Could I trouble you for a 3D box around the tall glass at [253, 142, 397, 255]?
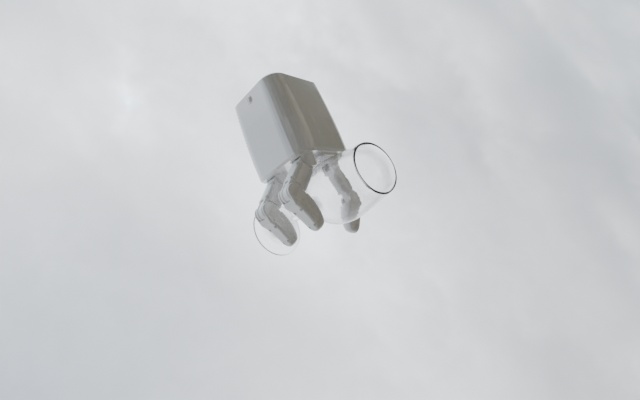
[{"bbox_3d":[0.000,0.002,0.580,0.079,0.079,0.201,0,-22,-40],"label":"tall glass"}]
